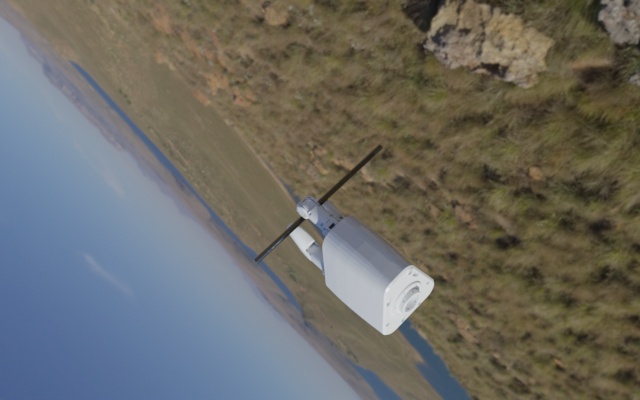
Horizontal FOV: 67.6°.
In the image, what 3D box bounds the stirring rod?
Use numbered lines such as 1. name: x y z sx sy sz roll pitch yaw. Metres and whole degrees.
1. stirring rod: 0.000 0.002 0.661 0.239 0.011 0.011 -43 11 -12
